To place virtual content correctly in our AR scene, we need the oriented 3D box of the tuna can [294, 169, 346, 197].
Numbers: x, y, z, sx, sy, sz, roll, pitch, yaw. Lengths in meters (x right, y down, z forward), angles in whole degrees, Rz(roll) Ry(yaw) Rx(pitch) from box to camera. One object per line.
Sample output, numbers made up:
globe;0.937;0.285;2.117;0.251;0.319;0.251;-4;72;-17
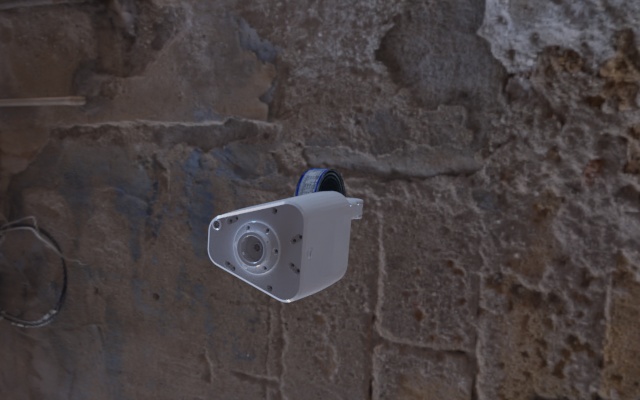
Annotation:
tuna can;0.000;0.002;0.610;0.034;0.086;0.086;4;2;26
